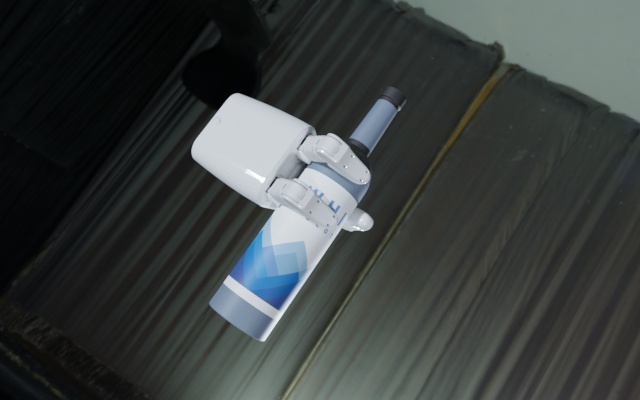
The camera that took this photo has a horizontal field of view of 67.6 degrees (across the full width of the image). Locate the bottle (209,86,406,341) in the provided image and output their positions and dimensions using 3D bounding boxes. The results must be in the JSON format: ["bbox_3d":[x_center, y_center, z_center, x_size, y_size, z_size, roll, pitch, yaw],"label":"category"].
[{"bbox_3d":[0.000,0.002,0.498,0.069,0.295,0.069,34,-11,7],"label":"bottle"}]
